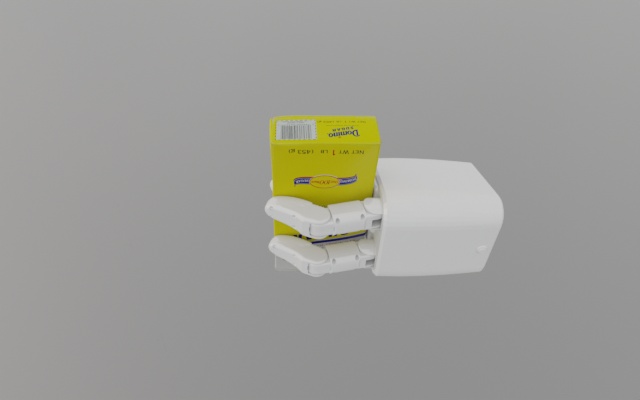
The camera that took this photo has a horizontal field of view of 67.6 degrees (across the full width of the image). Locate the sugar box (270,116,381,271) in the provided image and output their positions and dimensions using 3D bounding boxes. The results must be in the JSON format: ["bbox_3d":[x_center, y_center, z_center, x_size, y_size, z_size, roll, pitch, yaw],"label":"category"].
[{"bbox_3d":[0.000,0.002,0.459,0.093,0.176,0.048,0,44,-3],"label":"sugar box"}]
